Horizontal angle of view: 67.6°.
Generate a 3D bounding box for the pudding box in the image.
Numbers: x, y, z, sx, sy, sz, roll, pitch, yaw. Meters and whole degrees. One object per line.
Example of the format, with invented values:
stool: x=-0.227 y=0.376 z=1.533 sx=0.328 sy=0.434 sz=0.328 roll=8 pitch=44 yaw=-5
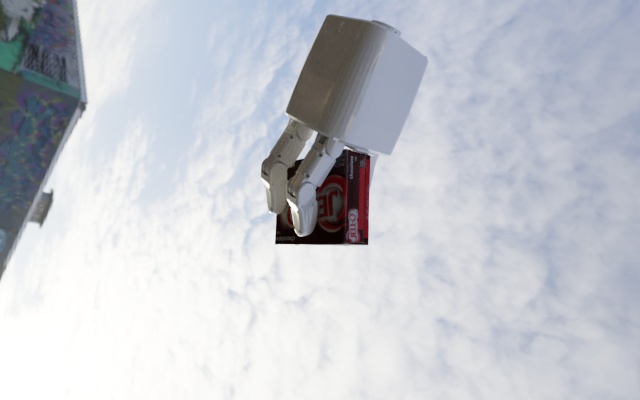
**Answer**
pudding box: x=0.000 y=0.002 z=0.489 sx=0.039 sy=0.090 sz=0.113 roll=9 pitch=-10 yaw=-38
